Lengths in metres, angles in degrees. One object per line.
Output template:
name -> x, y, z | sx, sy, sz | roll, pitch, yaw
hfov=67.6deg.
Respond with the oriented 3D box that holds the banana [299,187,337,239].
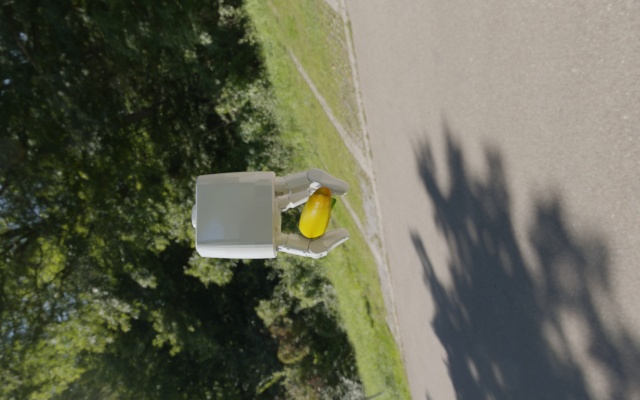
banana -> -0.006, 0.020, 0.648 | 0.037, 0.069, 0.198 | 18, -2, 3
